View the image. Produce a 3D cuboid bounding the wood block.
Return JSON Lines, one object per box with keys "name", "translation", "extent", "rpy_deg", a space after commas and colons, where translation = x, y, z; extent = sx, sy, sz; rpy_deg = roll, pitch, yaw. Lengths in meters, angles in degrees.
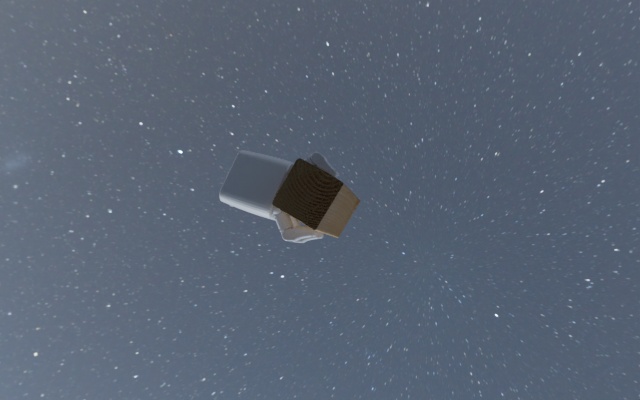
{"name": "wood block", "translation": [0.000, 0.002, 0.860], "extent": [0.090, 0.091, 0.206], "rpy_deg": [30, 0, 14]}
